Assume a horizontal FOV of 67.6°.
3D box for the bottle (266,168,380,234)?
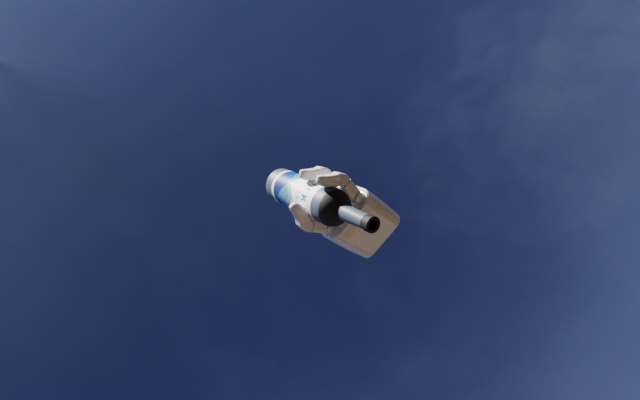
[{"bbox_3d":[0.000,0.003,0.839,0.069,0.069,0.295,0,14,-34],"label":"bottle"}]
